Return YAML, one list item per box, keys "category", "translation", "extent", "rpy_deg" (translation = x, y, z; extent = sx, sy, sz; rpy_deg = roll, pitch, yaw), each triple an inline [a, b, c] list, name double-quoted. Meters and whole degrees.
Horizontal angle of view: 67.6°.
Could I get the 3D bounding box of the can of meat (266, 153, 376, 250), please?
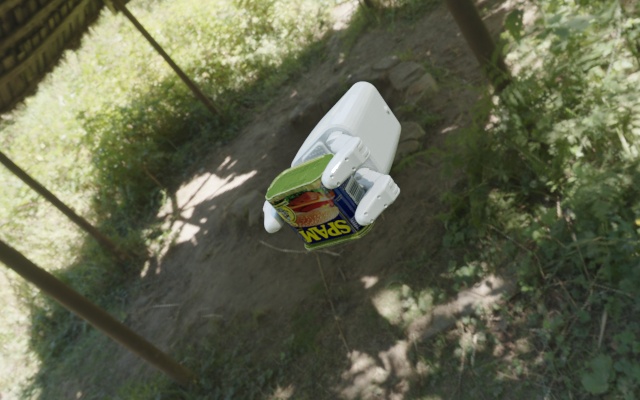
- category: "can of meat"
  translation: [0.000, 0.002, 0.533]
  extent: [0.102, 0.084, 0.057]
  rpy_deg: [-18, 32, 40]
